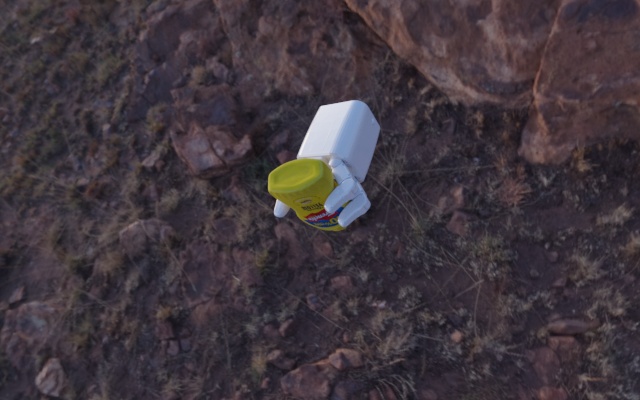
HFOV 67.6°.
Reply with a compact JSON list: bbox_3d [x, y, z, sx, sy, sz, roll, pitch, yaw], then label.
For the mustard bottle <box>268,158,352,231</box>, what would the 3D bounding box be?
[{"bbox_3d":[0.000,0.003,0.783,0.096,0.058,0.192,-15,-31,20],"label":"mustard bottle"}]
